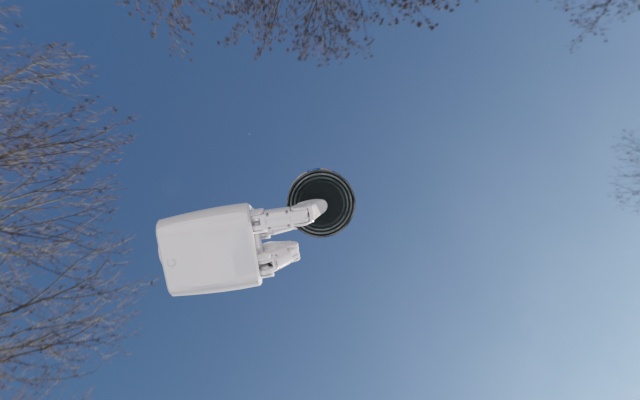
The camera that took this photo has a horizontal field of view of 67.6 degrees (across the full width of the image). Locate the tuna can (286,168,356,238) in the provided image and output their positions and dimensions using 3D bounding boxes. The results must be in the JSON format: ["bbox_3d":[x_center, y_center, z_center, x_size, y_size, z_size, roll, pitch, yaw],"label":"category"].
[{"bbox_3d":[0.000,0.002,0.606,0.086,0.086,0.033,0,9,-3],"label":"tuna can"}]
